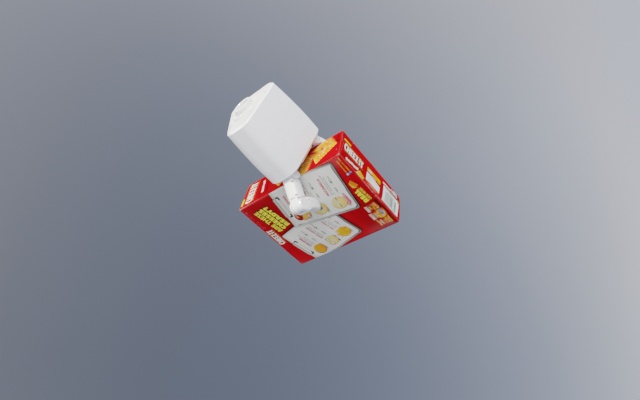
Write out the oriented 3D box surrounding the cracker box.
[{"bbox_3d":[0.000,0.003,0.799,0.214,0.072,0.164,-27,-58,31],"label":"cracker box"}]
